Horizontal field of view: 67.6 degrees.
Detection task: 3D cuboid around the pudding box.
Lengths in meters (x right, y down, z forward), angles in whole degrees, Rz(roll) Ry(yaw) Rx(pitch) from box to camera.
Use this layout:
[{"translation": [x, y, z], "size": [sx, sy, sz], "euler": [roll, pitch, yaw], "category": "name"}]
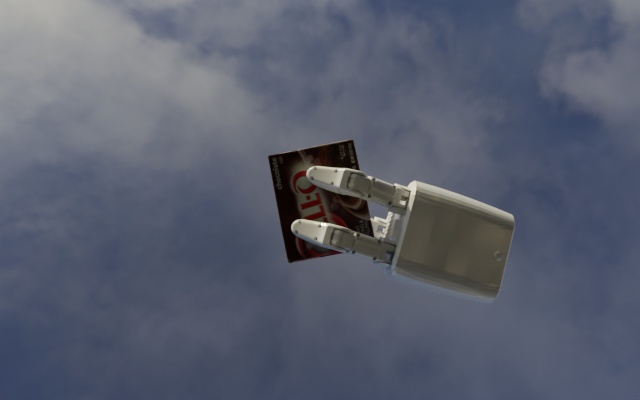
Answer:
[{"translation": [0.000, 0.002, 0.493], "size": [0.090, 0.113, 0.039], "euler": [-11, -8, -4], "category": "pudding box"}]
